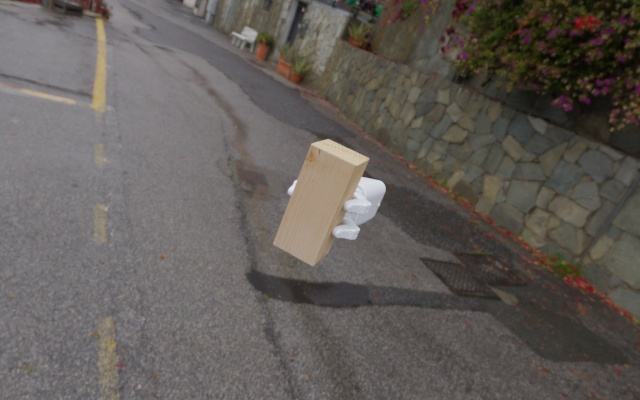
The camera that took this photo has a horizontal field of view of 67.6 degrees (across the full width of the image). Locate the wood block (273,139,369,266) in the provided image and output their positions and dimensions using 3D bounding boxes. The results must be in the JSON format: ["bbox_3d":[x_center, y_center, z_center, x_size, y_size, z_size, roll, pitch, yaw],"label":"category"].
[{"bbox_3d":[0.000,0.003,0.879,0.091,0.206,0.090,27,21,13],"label":"wood block"}]
